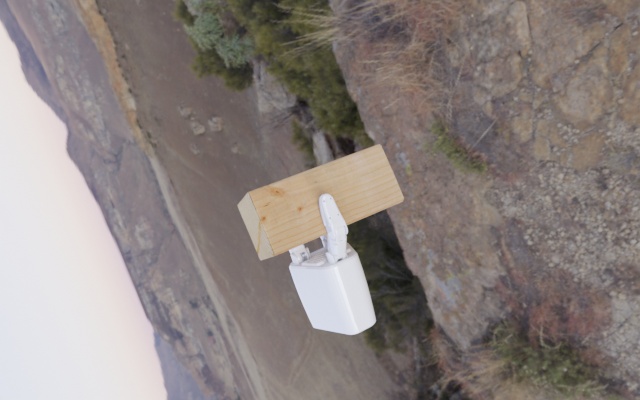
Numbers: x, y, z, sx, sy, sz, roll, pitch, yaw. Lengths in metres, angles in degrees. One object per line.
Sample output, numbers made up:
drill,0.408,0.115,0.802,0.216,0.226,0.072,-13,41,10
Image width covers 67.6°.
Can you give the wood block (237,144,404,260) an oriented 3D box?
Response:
wood block,0.000,0.003,0.680,0.206,0.090,0.091,-22,-3,-21
